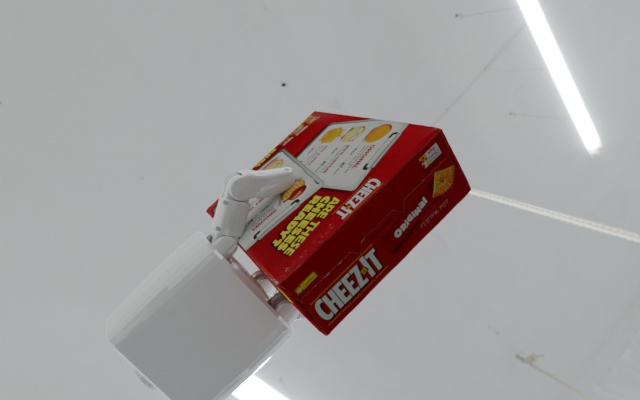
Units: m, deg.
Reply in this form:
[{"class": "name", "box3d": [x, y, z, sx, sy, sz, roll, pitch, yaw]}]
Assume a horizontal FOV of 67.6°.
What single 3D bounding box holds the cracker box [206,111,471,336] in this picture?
[{"class": "cracker box", "box3d": [0.000, 0.001, 0.433, 0.164, 0.072, 0.213, -44, 28, -11]}]
